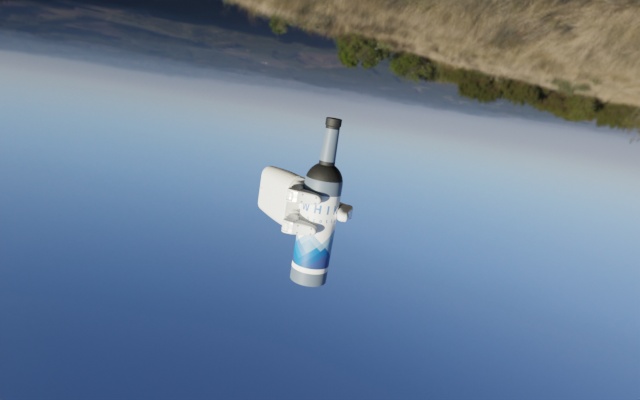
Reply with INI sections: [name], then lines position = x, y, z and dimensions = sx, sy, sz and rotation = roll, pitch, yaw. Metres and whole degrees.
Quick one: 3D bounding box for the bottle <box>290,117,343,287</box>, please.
[bottle]
position = 0.000, 0.003, 0.838
dimensions = 0.069, 0.296, 0.069
rotation = 9, 14, -2
